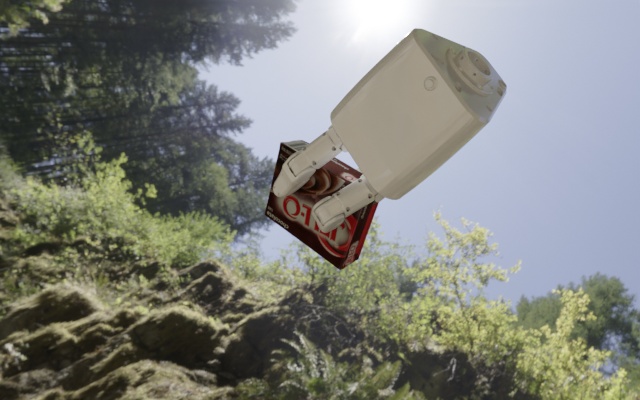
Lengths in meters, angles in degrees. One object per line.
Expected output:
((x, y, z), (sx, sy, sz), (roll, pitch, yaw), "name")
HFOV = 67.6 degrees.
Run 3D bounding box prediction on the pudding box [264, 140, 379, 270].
((0.000, 0.001, 0.483), (0.113, 0.090, 0.039), (35, 33, 30), "pudding box")
